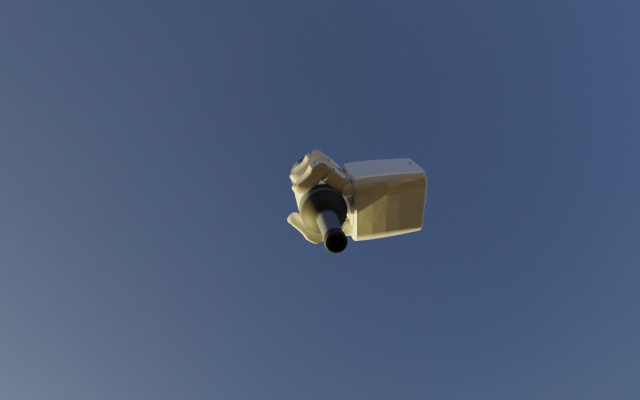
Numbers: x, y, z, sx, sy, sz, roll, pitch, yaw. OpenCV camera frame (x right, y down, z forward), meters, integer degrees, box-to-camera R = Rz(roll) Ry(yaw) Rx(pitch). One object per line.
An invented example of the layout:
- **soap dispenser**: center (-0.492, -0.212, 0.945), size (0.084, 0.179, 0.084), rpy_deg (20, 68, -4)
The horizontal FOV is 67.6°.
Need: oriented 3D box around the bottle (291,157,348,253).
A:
- **bottle**: center (0.000, 0.002, 0.698), size (0.069, 0.069, 0.295), rpy_deg (0, 19, -8)
